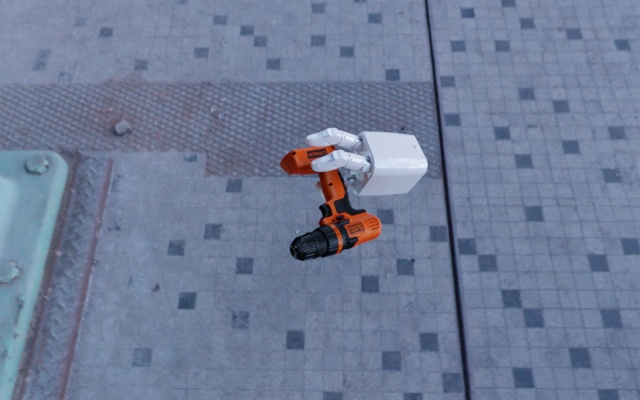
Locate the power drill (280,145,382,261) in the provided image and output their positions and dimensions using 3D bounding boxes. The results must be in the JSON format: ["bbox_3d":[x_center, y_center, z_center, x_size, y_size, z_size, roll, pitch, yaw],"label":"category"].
[{"bbox_3d":[0.000,0.002,0.813,0.184,0.187,0.057,-13,-16,-38],"label":"power drill"}]
